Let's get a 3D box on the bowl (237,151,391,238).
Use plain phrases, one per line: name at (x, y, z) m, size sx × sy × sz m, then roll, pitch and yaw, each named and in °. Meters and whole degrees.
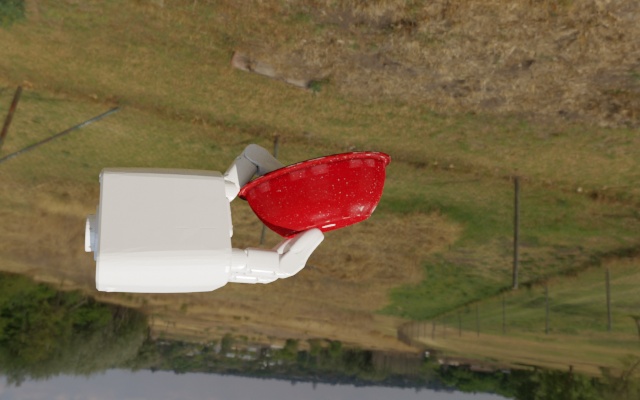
bowl at (0.001, 0.002, 0.492) m, size 0.162 × 0.055 × 0.162 m, roll -14°, pitch -9°, yaw -2°
